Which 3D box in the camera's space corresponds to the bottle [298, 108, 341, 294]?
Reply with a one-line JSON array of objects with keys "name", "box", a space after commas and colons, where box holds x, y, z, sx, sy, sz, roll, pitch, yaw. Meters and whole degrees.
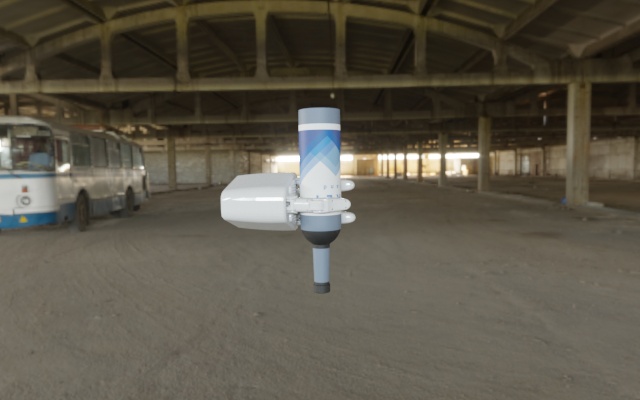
[{"name": "bottle", "box": [0.000, 0.002, 0.772, 0.069, 0.296, 0.069, -1, 4, 0]}]
